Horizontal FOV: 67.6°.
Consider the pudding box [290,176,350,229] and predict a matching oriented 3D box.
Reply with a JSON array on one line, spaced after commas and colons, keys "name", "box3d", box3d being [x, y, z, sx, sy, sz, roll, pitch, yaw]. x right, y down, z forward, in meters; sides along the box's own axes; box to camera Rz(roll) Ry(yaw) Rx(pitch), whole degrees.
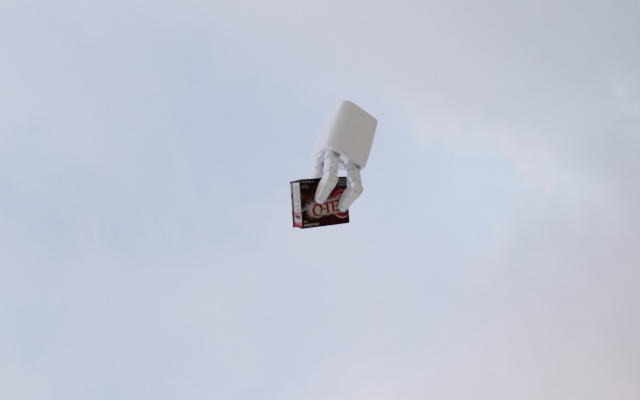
[{"name": "pudding box", "box3d": [0.000, 0.003, 0.888, 0.113, 0.090, 0.039, -6, 2, -34]}]
